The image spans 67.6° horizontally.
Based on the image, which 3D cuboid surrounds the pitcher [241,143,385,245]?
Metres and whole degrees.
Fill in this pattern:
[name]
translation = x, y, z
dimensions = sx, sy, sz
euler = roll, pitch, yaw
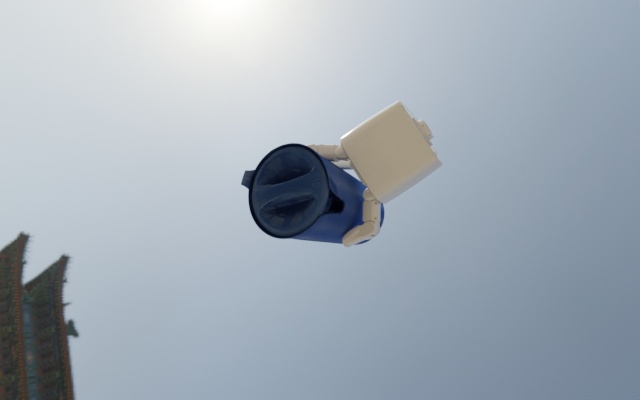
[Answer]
[pitcher]
translation = 0.000, 0.002, 0.754
dimensions = 0.145, 0.149, 0.243
euler = -34, -24, 19
